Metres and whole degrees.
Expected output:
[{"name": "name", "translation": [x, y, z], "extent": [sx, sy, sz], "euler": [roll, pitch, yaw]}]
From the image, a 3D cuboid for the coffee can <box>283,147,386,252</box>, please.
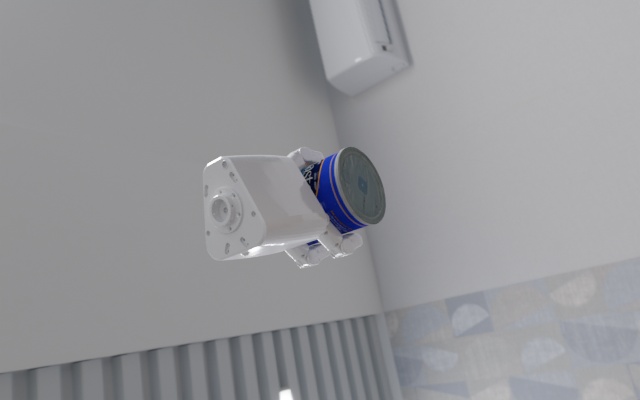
[{"name": "coffee can", "translation": [0.000, 0.002, 0.633], "extent": [0.140, 0.102, 0.103], "euler": [-22, -13, 34]}]
